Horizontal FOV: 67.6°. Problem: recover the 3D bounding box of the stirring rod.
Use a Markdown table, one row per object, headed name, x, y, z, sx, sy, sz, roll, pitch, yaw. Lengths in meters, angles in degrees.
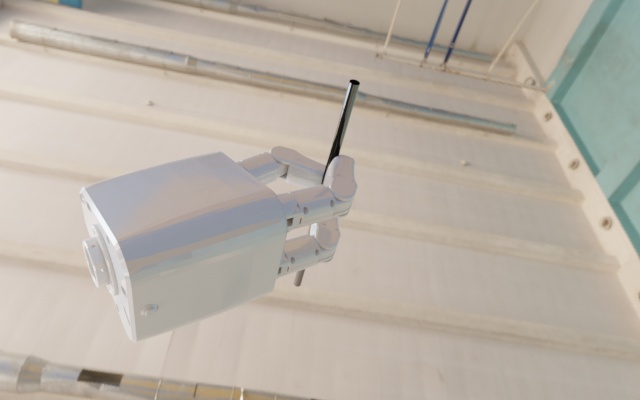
| name | x | y | z | sx | sy | sz | roll | pitch | yaw |
| --- | --- | --- | --- | --- | --- | --- | --- | --- | --- |
| stirring rod | 0.000 | 0.001 | 0.423 | 0.011 | 0.240 | 0.011 | 9 | 42 | -8 |
